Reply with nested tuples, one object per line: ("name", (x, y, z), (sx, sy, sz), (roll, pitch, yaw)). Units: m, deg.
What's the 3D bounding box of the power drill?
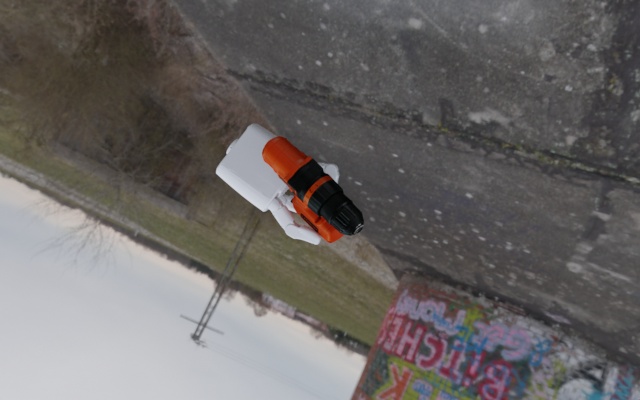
("power drill", (0.000, 0.002, 0.717), (0.057, 0.184, 0.188), (-41, -21, -9))
